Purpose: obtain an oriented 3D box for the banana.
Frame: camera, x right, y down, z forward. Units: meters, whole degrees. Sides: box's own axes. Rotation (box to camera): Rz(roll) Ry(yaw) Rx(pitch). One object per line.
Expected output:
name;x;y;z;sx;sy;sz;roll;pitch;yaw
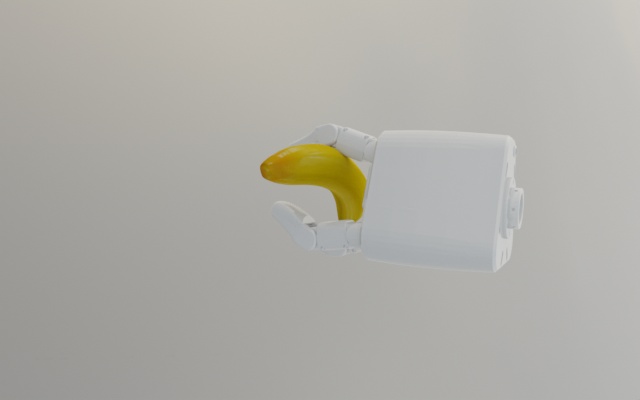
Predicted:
banana;0.010;-0.014;0.456;0.037;0.069;0.198;22;-11;29
